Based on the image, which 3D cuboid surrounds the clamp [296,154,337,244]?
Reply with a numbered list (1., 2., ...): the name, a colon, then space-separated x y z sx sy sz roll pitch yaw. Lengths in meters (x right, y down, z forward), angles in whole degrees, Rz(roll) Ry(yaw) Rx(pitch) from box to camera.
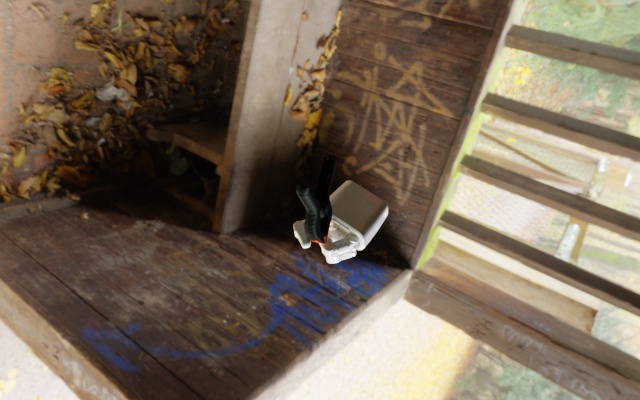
1. clamp: 0.001 0.003 0.872 0.039 0.172 0.120 23 51 25
